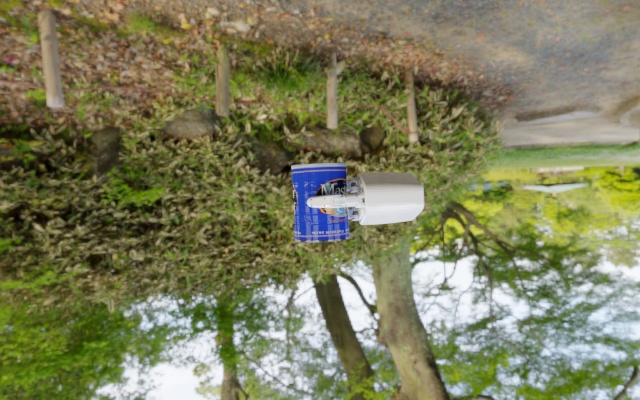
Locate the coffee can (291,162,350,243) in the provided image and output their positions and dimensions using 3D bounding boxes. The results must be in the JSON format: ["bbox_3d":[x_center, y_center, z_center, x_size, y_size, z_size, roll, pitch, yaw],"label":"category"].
[{"bbox_3d":[0.000,0.003,0.886,0.103,0.140,0.103,-3,1,0],"label":"coffee can"}]
